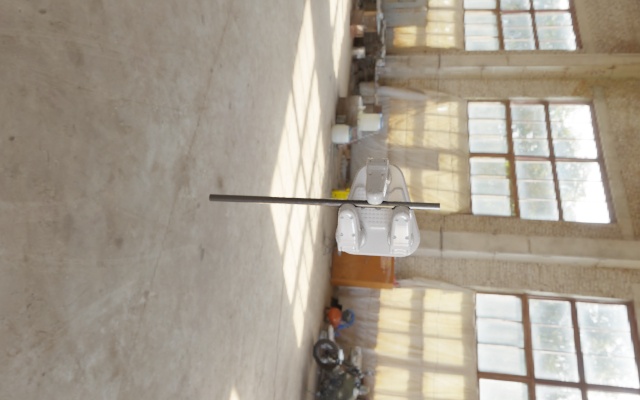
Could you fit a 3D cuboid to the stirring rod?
[{"bbox_3d":[0.000,0.002,0.494,0.239,0.011,0.011,2,0,10],"label":"stirring rod"}]
